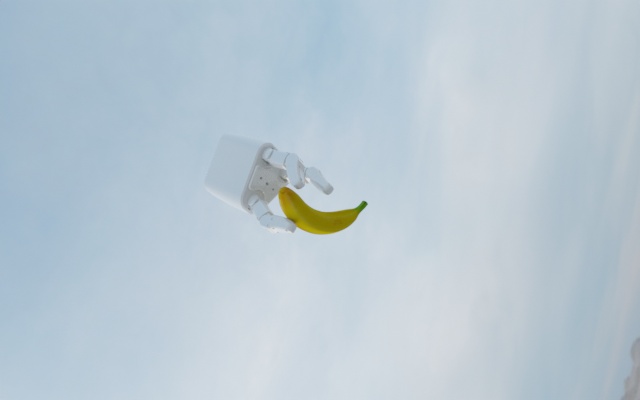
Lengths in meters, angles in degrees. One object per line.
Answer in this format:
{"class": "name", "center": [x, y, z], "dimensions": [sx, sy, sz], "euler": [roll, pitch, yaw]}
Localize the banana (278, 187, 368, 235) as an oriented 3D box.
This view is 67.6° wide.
{"class": "banana", "center": [-0.003, 0.020, 0.744], "dimensions": [0.037, 0.069, 0.198], "euler": [25, 11, 39]}
